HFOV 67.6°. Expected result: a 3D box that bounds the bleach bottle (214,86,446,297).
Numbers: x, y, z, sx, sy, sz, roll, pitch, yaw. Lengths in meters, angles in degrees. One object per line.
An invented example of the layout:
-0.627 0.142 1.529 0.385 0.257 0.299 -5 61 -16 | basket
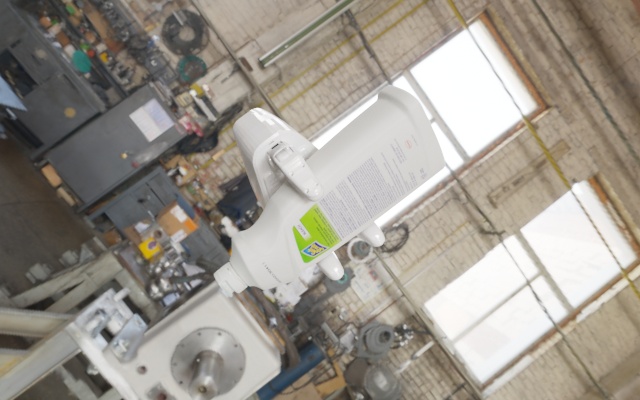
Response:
0.000 0.002 0.470 0.251 0.103 0.068 -37 34 -4 | bleach bottle
